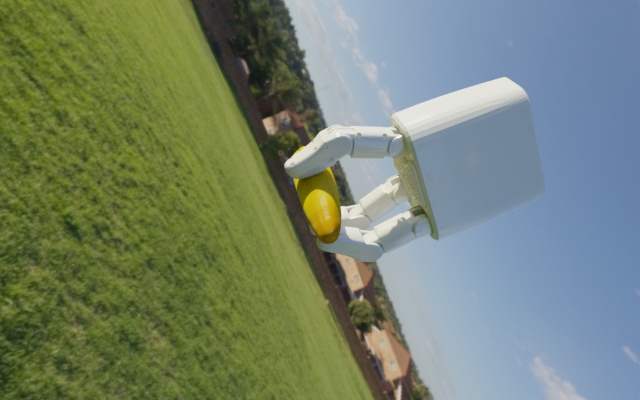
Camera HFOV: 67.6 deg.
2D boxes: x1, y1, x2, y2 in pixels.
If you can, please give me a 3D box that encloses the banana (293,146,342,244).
[{"bbox_3d":[-0.006,-0.017,0.458,0.037,0.069,0.197,-18,12,-2],"label":"banana"}]
